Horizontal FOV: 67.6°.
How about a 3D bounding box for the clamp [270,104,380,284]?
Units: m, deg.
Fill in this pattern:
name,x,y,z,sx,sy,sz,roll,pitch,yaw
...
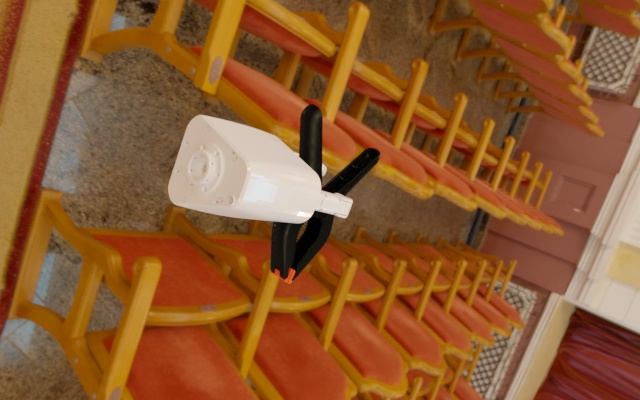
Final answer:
name,x,y,z,sx,sy,sz,roll,pitch,yaw
clamp,0.000,0.003,0.593,0.036,0.210,0.164,25,8,37
